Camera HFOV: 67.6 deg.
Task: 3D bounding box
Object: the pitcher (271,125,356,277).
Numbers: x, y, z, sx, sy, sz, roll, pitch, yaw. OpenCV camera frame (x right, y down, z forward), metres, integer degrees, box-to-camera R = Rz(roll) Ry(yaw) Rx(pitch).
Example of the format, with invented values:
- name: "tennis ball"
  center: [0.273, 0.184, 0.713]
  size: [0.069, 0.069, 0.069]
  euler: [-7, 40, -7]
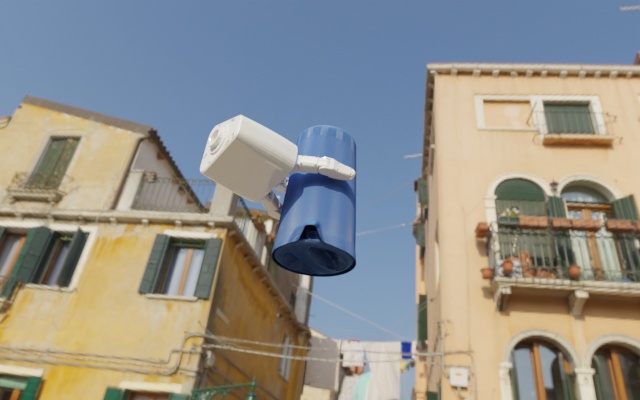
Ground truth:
- name: "pitcher"
  center: [0.000, 0.003, 0.812]
  size: [0.145, 0.242, 0.149]
  euler: [27, -36, -31]
